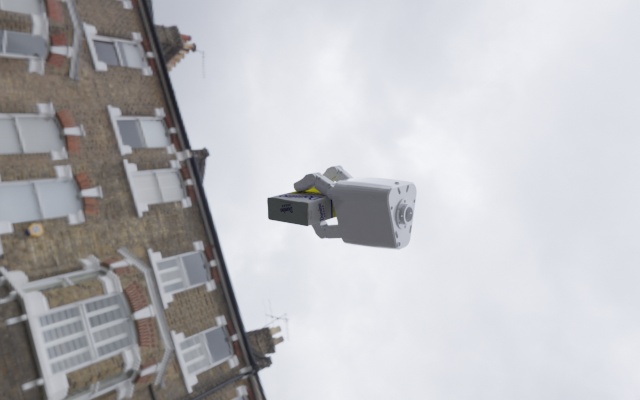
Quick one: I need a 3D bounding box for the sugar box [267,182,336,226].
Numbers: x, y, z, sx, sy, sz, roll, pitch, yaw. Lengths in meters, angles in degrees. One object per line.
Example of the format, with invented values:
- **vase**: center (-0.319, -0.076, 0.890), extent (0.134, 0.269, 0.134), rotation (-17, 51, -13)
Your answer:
- **sugar box**: center (0.000, 0.002, 0.842), extent (0.093, 0.048, 0.176), rotation (7, 12, 39)
